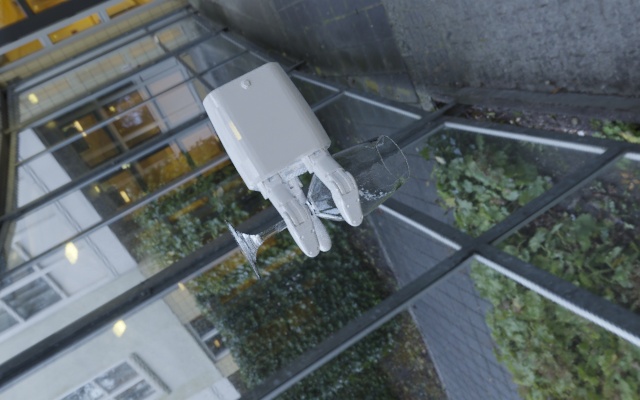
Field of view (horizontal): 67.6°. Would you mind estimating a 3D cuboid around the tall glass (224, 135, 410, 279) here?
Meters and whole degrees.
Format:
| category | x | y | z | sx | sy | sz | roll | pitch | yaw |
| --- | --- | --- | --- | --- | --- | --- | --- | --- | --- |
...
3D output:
| category | x | y | z | sx | sy | sz | roll | pitch | yaw |
| --- | --- | --- | --- | --- | --- | --- | --- | --- | --- |
| tall glass | 0.000 | 0.002 | 0.526 | 0.201 | 0.079 | 0.079 | -31 | 7 | -13 |
